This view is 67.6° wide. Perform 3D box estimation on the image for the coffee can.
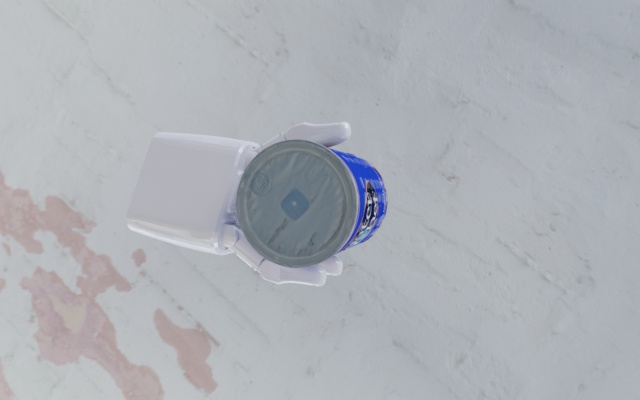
[{"bbox_3d":[0.000,0.001,0.443,0.103,0.103,0.140,0,1,18],"label":"coffee can"}]
